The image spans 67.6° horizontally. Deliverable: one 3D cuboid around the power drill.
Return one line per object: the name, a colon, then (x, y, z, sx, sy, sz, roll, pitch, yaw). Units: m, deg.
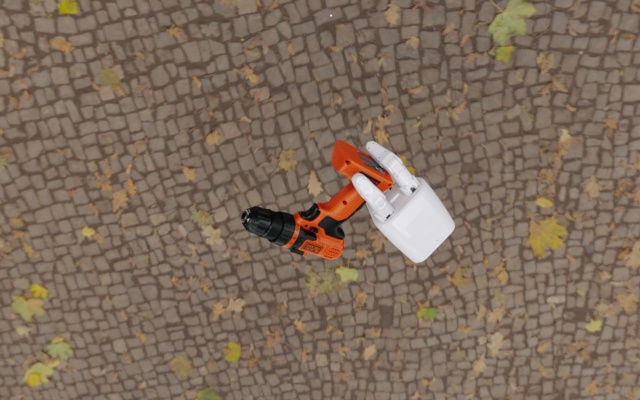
power drill: (0.001, 0.002, 0.704, 0.184, 0.188, 0.057, 21, 32, -37)
